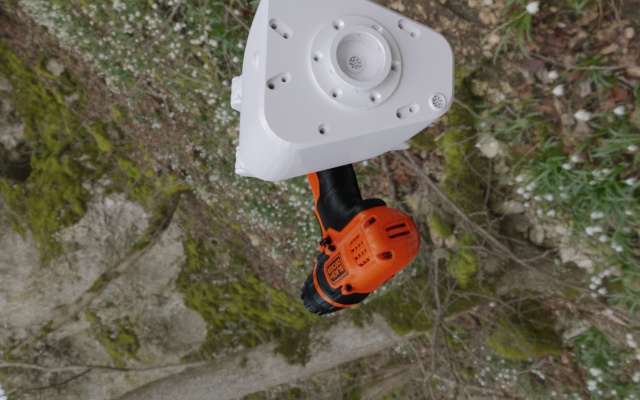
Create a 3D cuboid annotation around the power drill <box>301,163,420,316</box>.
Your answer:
[{"bbox_3d":[0.000,0.001,0.426,0.057,0.187,0.184,-15,-19,-29],"label":"power drill"}]
